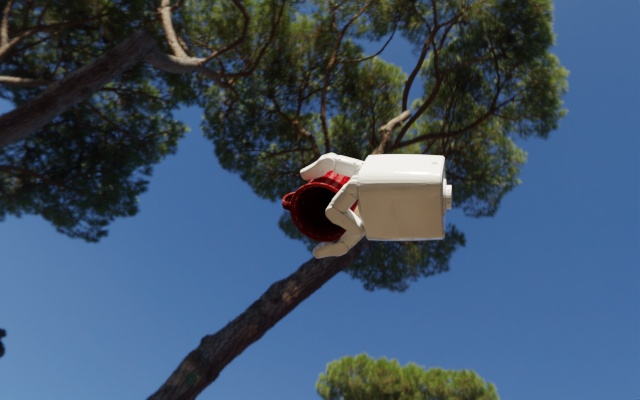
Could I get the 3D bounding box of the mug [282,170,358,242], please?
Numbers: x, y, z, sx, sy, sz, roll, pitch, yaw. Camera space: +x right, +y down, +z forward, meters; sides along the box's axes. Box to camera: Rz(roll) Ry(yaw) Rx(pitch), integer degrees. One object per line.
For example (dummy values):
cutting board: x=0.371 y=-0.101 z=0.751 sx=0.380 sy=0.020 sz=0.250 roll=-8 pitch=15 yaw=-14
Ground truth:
mug: x=-0.001 y=0.002 z=0.720 sx=0.117 sy=0.093 sz=0.081 roll=1 pitch=24 yaw=19
